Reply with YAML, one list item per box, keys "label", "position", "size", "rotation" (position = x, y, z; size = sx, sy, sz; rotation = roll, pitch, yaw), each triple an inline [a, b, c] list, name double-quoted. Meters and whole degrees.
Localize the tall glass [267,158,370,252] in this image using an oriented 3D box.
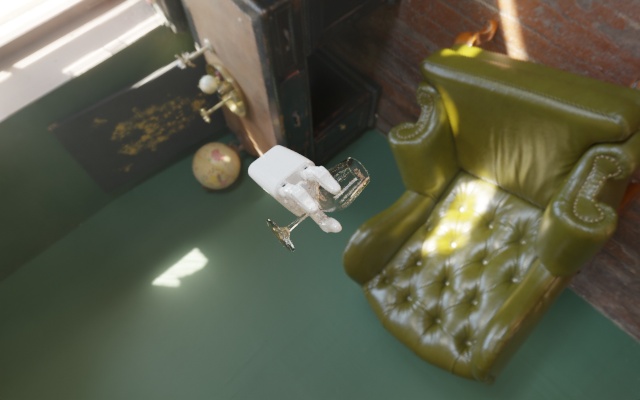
- label: "tall glass"
  position: [0.000, 0.003, 0.886]
  size: [0.201, 0.079, 0.079]
  rotation: [-40, 14, -17]
